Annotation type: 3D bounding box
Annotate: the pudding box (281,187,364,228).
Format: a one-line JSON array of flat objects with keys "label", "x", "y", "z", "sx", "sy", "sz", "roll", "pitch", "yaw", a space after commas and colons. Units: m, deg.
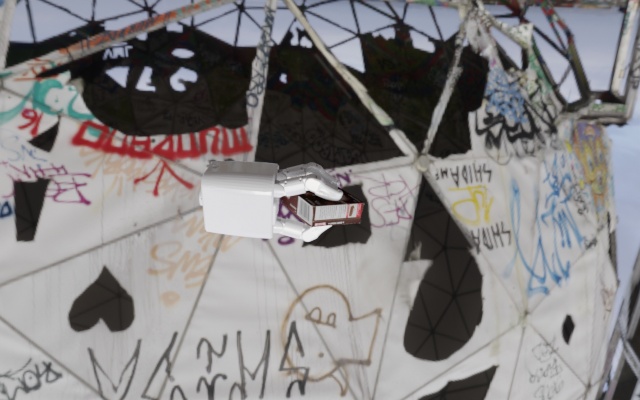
[{"label": "pudding box", "x": 0.000, "y": 0.003, "z": 0.748, "sx": 0.090, "sy": 0.039, "sz": 0.113, "roll": -5, "pitch": 24, "yaw": -28}]
